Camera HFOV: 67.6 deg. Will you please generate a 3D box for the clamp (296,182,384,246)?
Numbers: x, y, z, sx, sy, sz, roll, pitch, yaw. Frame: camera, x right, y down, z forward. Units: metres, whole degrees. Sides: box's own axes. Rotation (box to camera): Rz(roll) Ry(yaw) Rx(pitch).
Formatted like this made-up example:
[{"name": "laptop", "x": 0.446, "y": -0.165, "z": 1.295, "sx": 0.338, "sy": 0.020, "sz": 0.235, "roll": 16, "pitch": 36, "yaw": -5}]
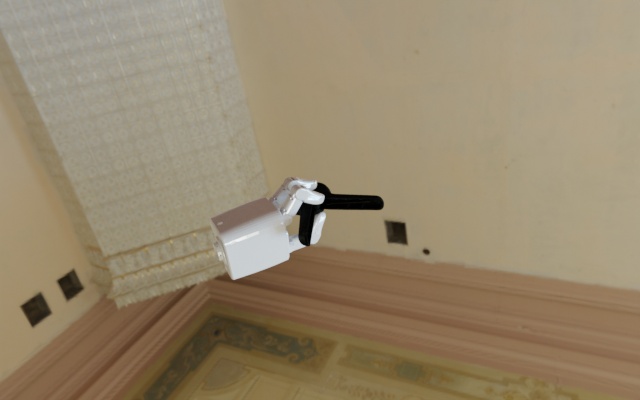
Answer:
[{"name": "clamp", "x": 0.000, "y": 0.003, "z": 0.850, "sx": 0.164, "sy": 0.036, "sz": 0.210, "roll": -20, "pitch": 29, "yaw": -19}]
